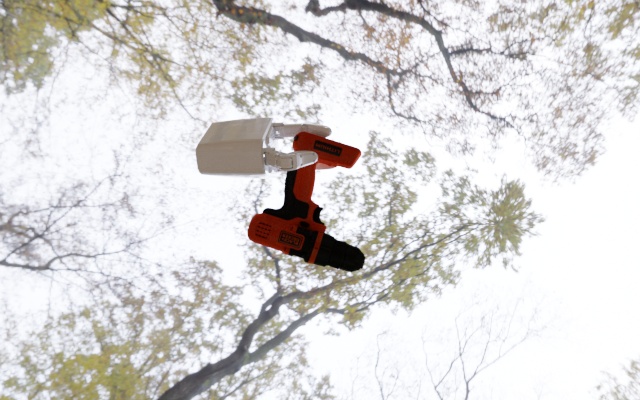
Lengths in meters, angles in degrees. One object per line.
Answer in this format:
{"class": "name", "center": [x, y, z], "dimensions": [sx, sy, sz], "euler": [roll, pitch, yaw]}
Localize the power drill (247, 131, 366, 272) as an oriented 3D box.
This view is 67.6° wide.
{"class": "power drill", "center": [0.000, 0.002, 0.725], "dimensions": [0.184, 0.187, 0.057], "euler": [18, -4, -3]}
